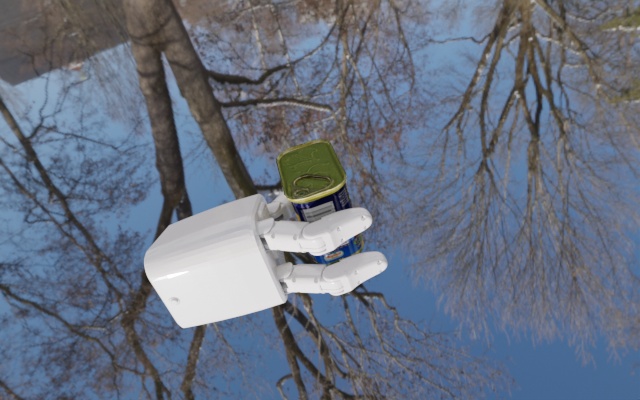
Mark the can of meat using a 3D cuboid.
[{"bbox_3d":[0.000,0.002,0.464,0.057,0.084,0.102,-19,33,-1],"label":"can of meat"}]
